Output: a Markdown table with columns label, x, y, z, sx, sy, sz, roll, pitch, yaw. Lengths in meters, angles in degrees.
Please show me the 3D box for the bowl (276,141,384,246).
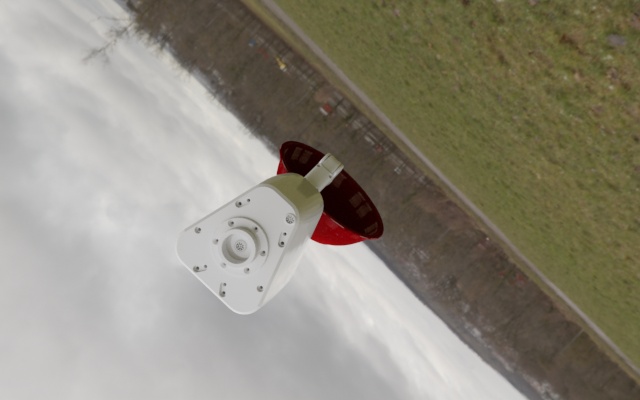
| label | x | y | z | sx | sy | sz | roll | pitch | yaw |
| --- | --- | --- | --- | --- | --- | --- | --- | --- | --- |
| bowl | 0.000 | 0.002 | 0.584 | 0.055 | 0.162 | 0.162 | -47 | -22 | 22 |
